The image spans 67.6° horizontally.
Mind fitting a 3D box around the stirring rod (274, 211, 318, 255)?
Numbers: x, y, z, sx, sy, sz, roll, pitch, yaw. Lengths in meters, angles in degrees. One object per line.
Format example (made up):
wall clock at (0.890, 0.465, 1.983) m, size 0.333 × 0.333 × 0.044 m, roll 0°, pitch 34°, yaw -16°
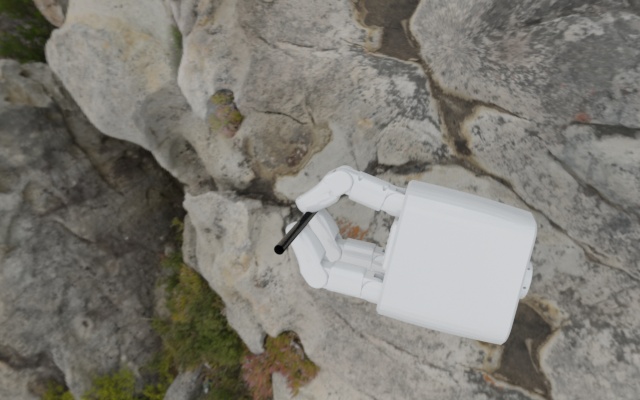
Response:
stirring rod at (0.000, 0.001, 0.463) m, size 0.011 × 0.011 × 0.239 m, roll 0°, pitch 17°, yaw 16°
